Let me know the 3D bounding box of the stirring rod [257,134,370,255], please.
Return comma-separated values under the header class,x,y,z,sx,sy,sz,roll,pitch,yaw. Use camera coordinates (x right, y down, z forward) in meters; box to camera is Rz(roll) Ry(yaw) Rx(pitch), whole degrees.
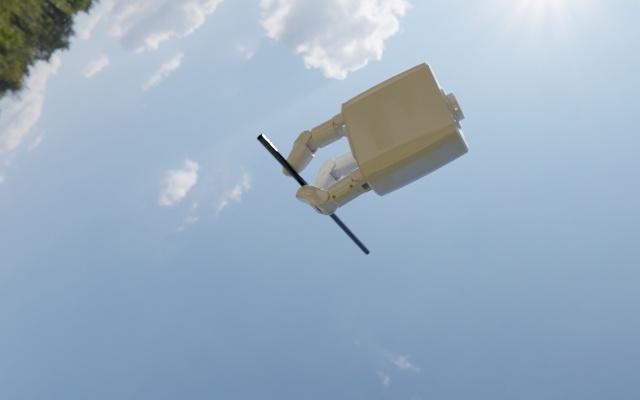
class,x,y,z,sx,sy,sz,roll,pitch,yaw
stirring rod,0.000,0.002,0.579,0.011,0.011,0.240,0,-35,41
